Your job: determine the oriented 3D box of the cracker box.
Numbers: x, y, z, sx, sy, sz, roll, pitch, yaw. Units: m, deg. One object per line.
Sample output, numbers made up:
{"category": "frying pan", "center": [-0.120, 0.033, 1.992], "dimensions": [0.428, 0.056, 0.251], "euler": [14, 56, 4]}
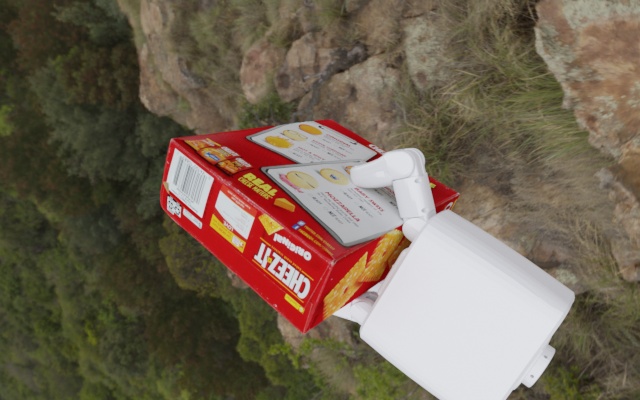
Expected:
{"category": "cracker box", "center": [0.000, 0.001, 0.414], "dimensions": [0.164, 0.072, 0.213], "euler": [35, 30, 25]}
